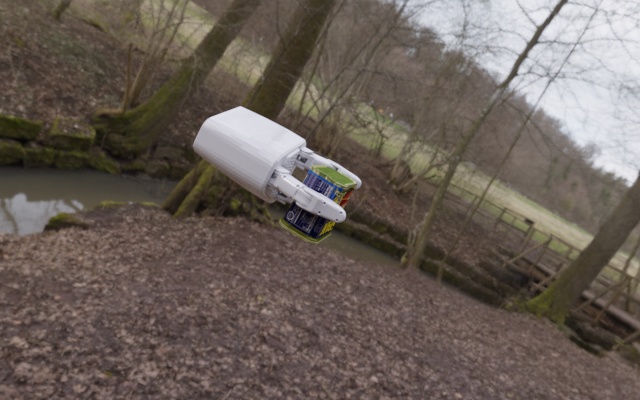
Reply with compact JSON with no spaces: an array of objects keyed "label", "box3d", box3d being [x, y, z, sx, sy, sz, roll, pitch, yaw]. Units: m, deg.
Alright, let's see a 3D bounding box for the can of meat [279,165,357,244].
[{"label":"can of meat","box3d":[0.000,0.002,0.621,0.057,0.084,0.102,31,11,11]}]
